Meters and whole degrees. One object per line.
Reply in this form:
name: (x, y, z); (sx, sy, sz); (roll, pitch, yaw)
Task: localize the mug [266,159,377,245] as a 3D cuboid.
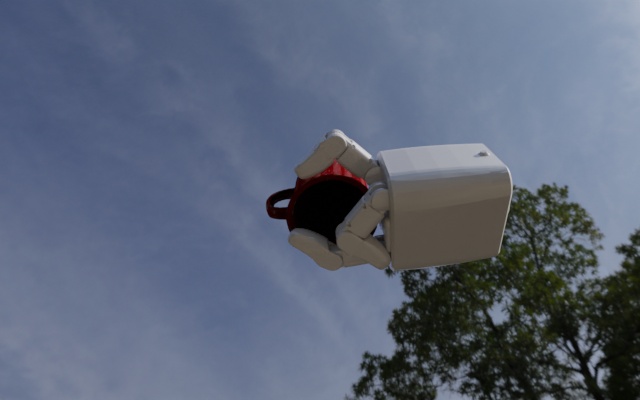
mug: (-0.001, 0.002, 0.514); (0.117, 0.093, 0.081); (-5, 25, 2)
